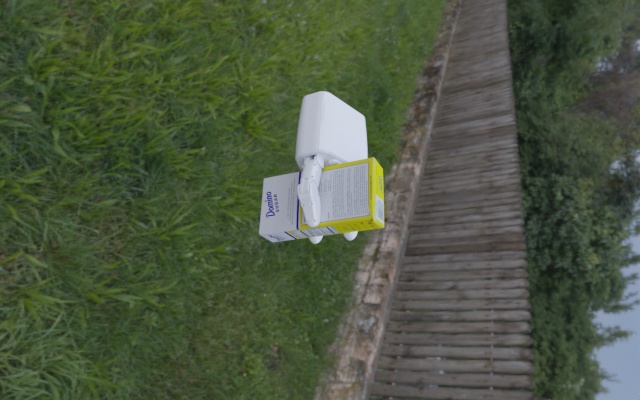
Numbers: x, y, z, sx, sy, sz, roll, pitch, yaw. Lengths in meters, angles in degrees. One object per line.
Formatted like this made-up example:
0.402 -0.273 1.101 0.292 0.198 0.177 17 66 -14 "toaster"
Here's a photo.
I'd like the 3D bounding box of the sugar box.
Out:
0.000 0.002 0.679 0.176 0.093 0.048 -10 -26 26 "sugar box"
